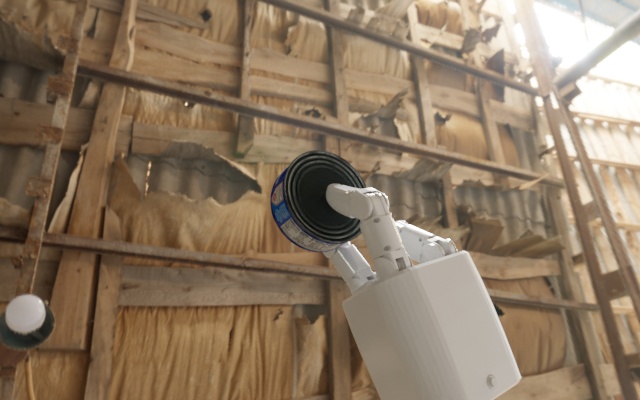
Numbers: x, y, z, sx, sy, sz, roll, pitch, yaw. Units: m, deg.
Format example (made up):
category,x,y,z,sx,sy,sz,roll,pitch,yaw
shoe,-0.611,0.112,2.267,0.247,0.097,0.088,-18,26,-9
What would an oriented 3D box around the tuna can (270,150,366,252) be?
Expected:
category,x,y,z,sx,sy,sz,roll,pitch,yaw
tuna can,0.000,0.002,0.421,0.086,0.086,0.034,0,-22,-31
